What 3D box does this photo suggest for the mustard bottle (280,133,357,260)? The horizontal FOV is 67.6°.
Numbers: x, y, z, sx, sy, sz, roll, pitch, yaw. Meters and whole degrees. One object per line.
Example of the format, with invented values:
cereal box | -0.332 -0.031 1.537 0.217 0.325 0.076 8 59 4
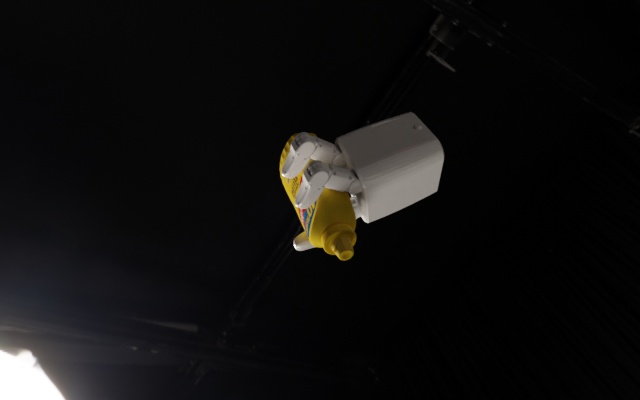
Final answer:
mustard bottle | 0.000 0.002 0.605 0.058 0.096 0.191 -4 40 -22
